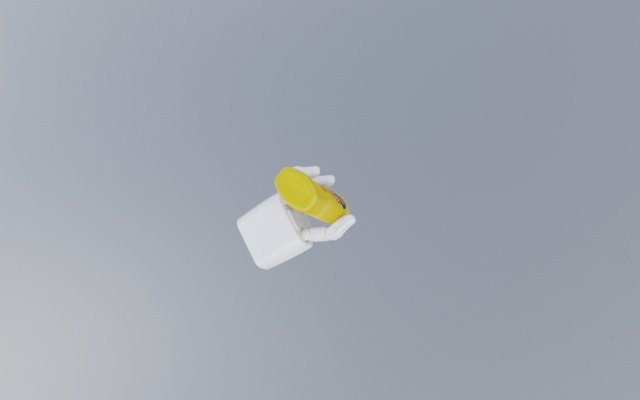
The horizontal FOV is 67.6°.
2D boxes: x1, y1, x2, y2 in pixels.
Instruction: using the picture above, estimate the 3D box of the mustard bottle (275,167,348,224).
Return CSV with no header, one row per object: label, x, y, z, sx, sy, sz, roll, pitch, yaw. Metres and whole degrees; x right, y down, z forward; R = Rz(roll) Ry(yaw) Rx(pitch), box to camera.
mustard bottle,0.000,0.003,0.869,0.096,0.058,0.192,41,7,31
